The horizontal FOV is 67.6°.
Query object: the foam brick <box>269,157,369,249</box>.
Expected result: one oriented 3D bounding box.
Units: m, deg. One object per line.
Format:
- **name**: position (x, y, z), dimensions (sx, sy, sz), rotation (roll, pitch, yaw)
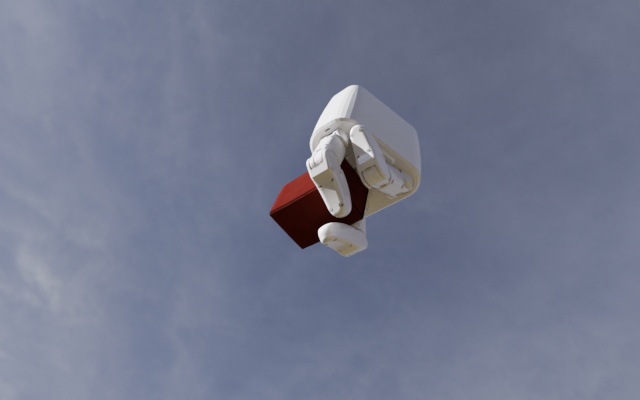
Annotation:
- **foam brick**: position (0.000, 0.002, 0.469), dimensions (0.078, 0.053, 0.051), rotation (-28, 24, 26)
